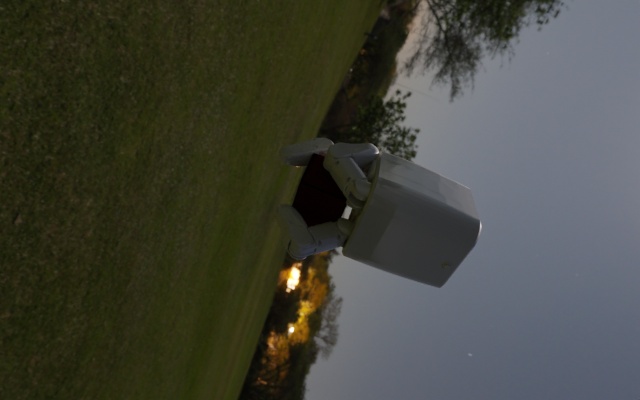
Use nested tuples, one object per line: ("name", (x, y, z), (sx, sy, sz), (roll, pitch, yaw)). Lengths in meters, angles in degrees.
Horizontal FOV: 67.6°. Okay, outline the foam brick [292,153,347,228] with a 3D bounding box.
("foam brick", (0.000, 0.002, 0.496), (0.051, 0.078, 0.053), (21, 44, 0))
